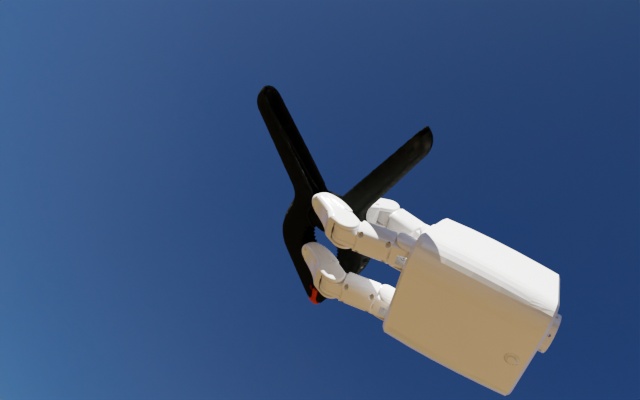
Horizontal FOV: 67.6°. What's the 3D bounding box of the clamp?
[{"bbox_3d":[0.001,0.002,0.444,0.164,0.210,0.036,27,34,23],"label":"clamp"}]
